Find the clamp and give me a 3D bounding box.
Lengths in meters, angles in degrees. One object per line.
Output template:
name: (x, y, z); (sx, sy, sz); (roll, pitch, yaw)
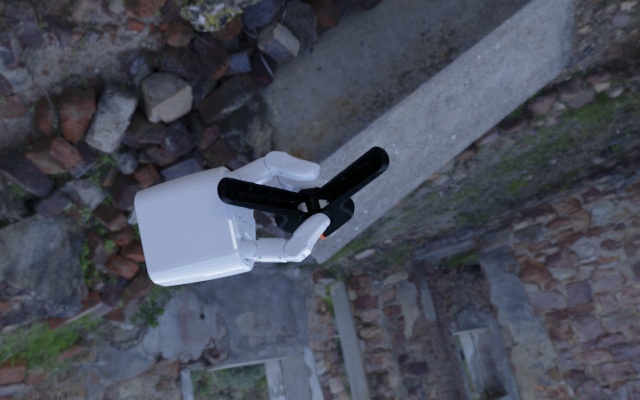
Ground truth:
clamp: (0.000, 0.003, 0.530); (0.164, 0.036, 0.210); (-13, -20, 8)
